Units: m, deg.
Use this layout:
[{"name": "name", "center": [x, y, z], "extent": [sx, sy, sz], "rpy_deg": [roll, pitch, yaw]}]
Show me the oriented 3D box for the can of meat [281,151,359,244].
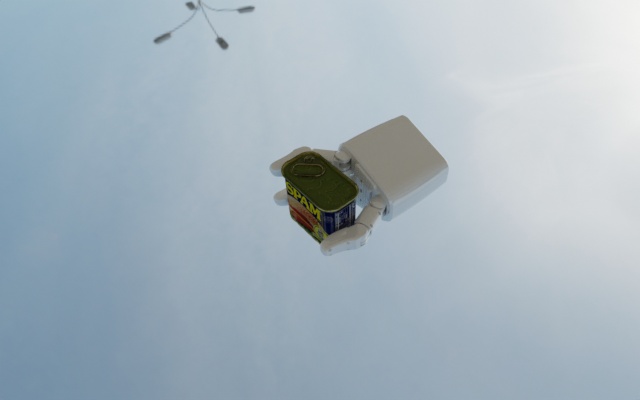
[{"name": "can of meat", "center": [0.000, 0.002, 0.597], "extent": [0.057, 0.084, 0.102], "rpy_deg": [-33, 55, -23]}]
